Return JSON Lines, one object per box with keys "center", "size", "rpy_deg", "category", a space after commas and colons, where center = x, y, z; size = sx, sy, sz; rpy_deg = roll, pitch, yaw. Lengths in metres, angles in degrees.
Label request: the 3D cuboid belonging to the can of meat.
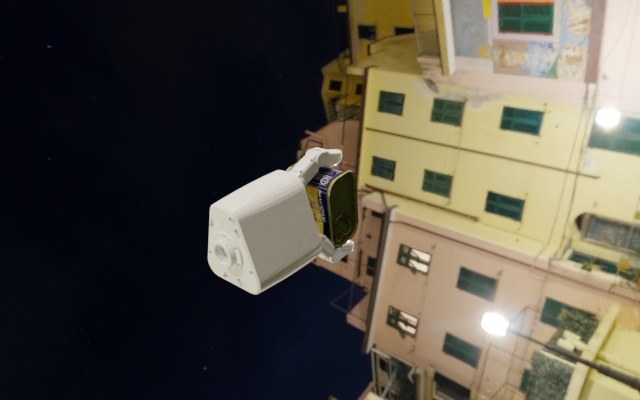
{"center": [0.000, 0.002, 0.648], "size": [0.084, 0.102, 0.057], "rpy_deg": [18, 37, 36], "category": "can of meat"}
